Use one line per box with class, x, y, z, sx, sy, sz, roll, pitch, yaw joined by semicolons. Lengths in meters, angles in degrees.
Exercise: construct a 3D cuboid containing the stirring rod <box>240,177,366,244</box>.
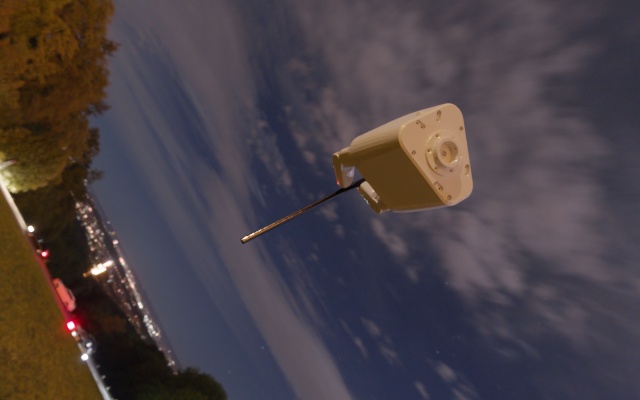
stirring rod;0.000;0.002;0.646;0.239;0.011;0.011;-27;11;-24
